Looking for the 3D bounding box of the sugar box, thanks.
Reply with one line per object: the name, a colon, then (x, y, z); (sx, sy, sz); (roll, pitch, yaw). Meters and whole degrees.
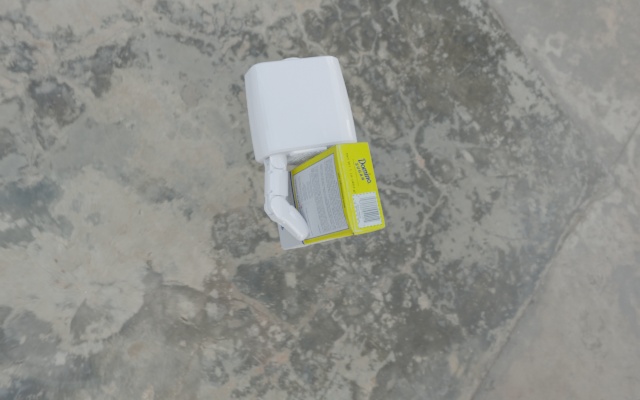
sugar box: (0.001, 0.002, 0.552); (0.048, 0.093, 0.176); (-7, -6, -27)
